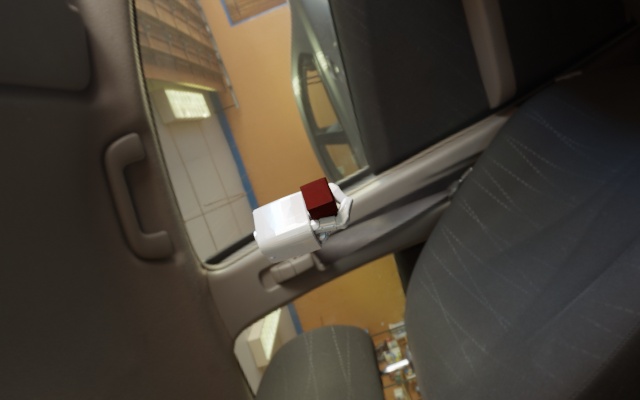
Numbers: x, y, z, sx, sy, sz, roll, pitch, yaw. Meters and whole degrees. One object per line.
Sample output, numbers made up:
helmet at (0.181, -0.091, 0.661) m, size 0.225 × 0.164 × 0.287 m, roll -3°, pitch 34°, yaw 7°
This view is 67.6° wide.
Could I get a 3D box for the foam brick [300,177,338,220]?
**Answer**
foam brick at (0.000, 0.003, 0.881) m, size 0.051 × 0.053 × 0.078 m, roll -19°, pitch -27°, yaw 4°
